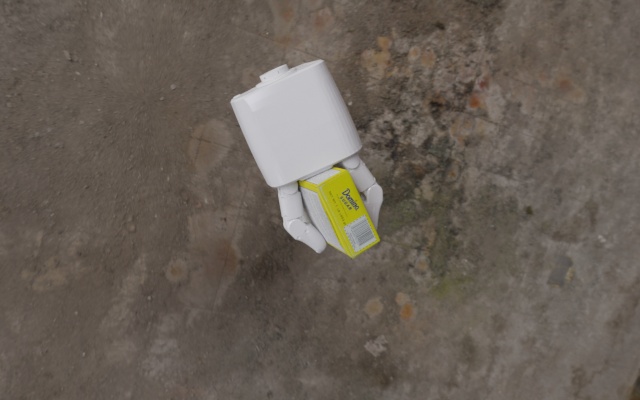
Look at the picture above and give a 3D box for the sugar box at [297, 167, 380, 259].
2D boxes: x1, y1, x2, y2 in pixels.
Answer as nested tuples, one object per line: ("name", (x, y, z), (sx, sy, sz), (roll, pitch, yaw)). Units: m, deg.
("sugar box", (0.001, 0.002, 0.583), (0.048, 0.093, 0.176), (-29, 19, -12))
